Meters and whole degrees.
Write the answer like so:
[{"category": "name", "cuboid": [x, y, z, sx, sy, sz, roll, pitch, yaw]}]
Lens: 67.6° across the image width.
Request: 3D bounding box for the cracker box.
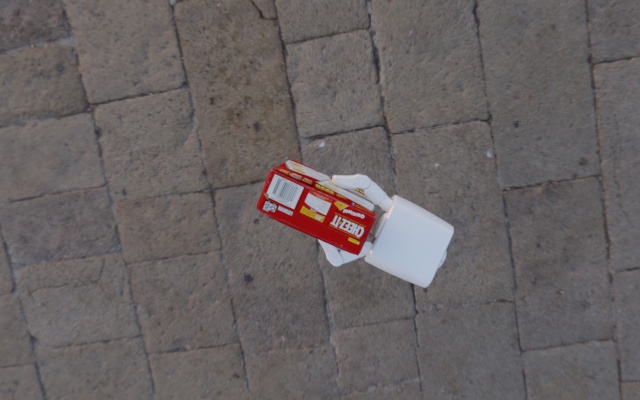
[{"category": "cracker box", "cuboid": [0.000, 0.002, 0.768, 0.164, 0.072, 0.213, 24, 9, 0]}]
